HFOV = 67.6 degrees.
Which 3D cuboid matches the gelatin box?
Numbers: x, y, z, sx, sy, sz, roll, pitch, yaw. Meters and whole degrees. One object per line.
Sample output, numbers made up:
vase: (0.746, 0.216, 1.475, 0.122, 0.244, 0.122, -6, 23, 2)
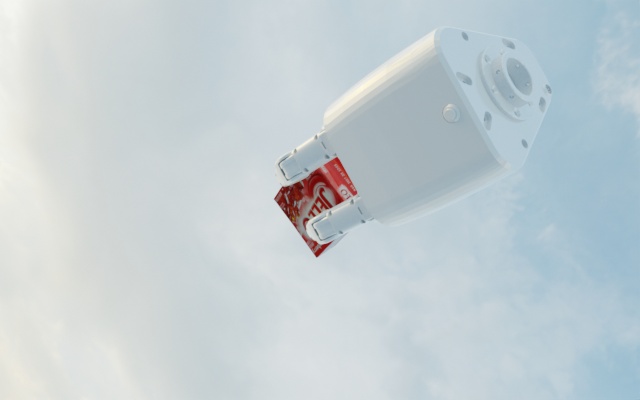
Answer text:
gelatin box: (0.000, 0.001, 0.435, 0.030, 0.073, 0.089, -30, -13, -35)
